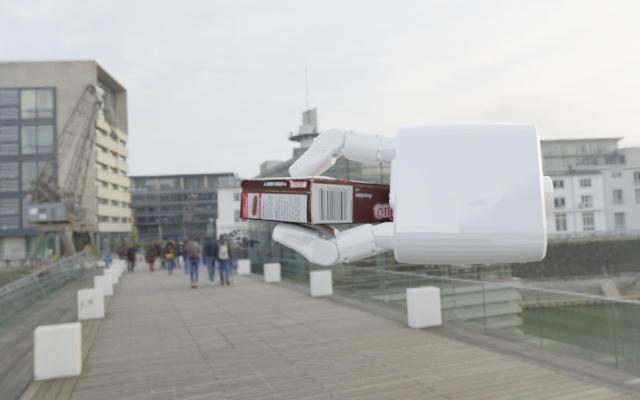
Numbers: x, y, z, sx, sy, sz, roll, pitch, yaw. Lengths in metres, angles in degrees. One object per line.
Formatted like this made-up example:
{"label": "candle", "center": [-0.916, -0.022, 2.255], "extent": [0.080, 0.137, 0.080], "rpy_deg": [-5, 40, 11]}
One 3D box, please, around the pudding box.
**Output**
{"label": "pudding box", "center": [0.000, 0.001, 0.422], "extent": [0.090, 0.039, 0.113], "rpy_deg": [1, -3, 44]}
